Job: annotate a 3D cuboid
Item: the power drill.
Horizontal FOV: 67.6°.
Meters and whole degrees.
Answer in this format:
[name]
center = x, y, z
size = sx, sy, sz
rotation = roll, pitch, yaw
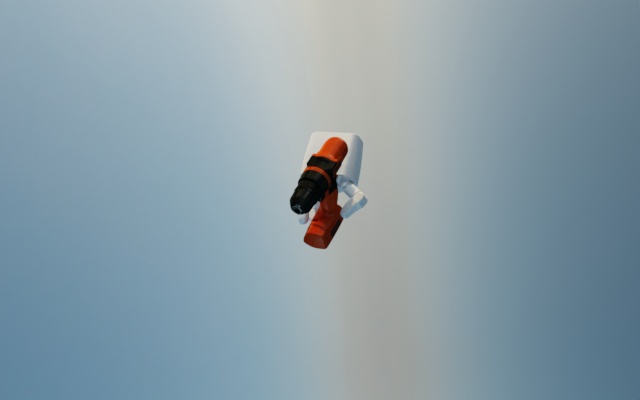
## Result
[power drill]
center = 0.000, 0.003, 0.871
size = 0.057, 0.188, 0.184
rotation = 19, 50, 17
